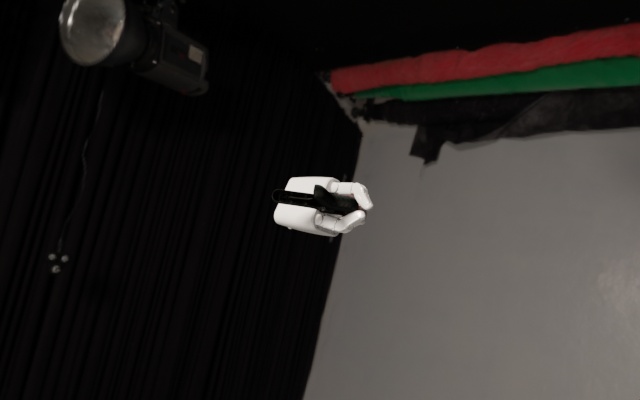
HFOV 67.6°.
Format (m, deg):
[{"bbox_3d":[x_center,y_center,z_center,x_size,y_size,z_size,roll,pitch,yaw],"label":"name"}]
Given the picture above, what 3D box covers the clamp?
[{"bbox_3d":[0.000,0.002,0.856,0.120,0.039,0.171,5,-11,38],"label":"clamp"}]
